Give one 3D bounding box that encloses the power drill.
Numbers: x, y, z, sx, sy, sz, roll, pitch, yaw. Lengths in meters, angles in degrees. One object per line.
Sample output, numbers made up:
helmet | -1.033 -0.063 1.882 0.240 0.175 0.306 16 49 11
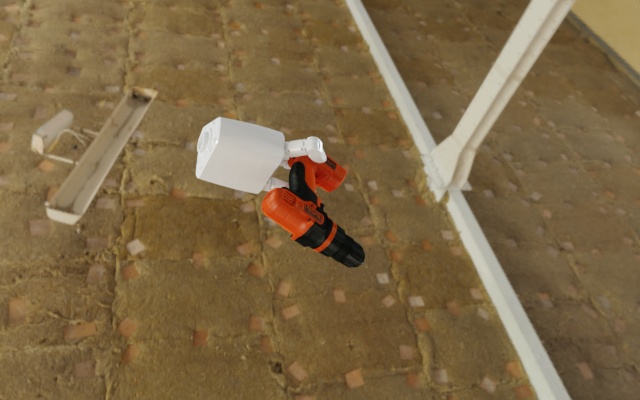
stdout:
power drill | 0.000 0.002 0.761 0.184 0.187 0.057 37 -58 -22
